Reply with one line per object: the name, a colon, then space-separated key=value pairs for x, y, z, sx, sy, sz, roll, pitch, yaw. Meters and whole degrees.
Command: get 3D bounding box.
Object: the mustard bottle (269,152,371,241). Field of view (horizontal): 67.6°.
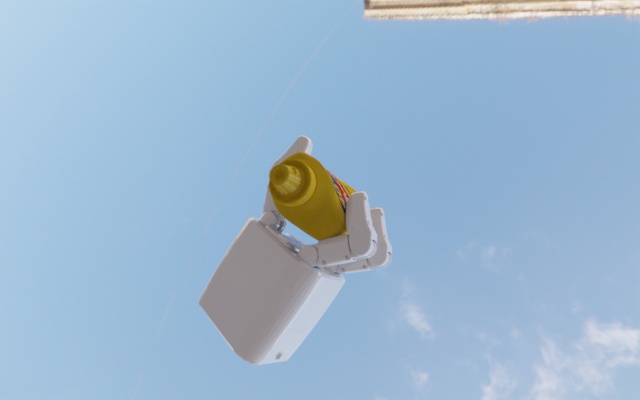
mustard bottle: x=0.000 y=0.001 z=0.478 sx=0.058 sy=0.096 sz=0.192 roll=-34 pitch=-24 yaw=11
